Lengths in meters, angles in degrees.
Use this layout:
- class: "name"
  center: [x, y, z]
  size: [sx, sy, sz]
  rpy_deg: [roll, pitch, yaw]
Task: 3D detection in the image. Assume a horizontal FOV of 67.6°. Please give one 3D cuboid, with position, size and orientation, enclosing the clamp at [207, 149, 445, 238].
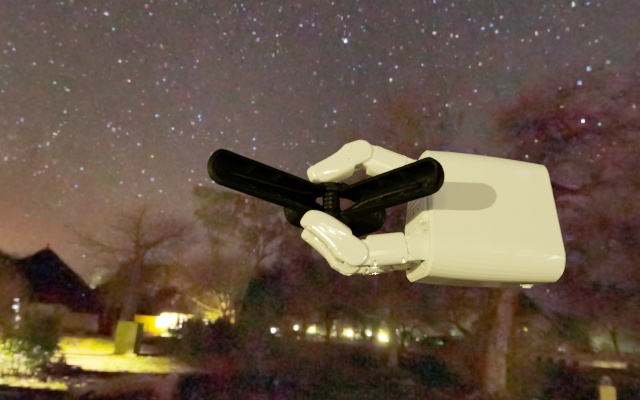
- class: "clamp"
  center: [0.000, 0.001, 0.414]
  size: [0.164, 0.036, 0.210]
  rpy_deg: [6, -15, 0]
